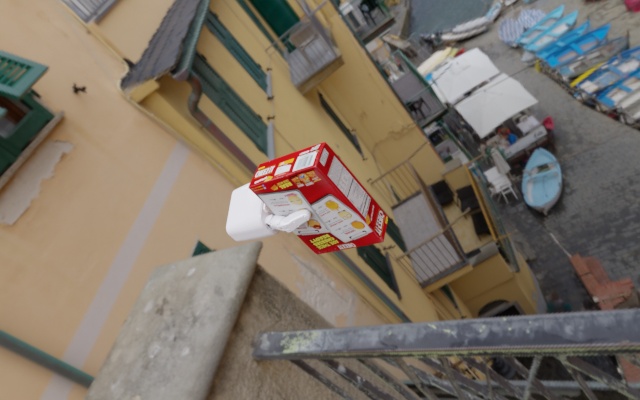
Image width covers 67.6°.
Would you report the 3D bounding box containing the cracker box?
[{"bbox_3d":[0.000,0.003,0.880,0.164,0.072,0.214,-15,-48,38],"label":"cracker box"}]
